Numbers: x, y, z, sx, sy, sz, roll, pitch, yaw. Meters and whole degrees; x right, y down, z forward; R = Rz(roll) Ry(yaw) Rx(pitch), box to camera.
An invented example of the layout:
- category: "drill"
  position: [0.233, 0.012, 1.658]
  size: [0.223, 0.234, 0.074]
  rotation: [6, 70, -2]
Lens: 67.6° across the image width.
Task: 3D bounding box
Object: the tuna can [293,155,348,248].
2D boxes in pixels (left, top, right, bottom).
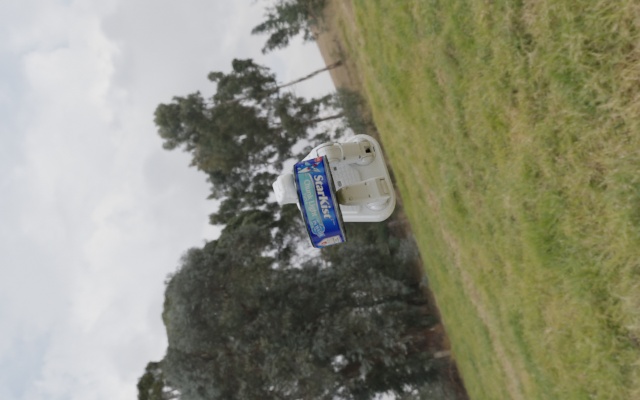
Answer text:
- category: "tuna can"
  position: [0.000, 0.002, 0.458]
  size: [0.034, 0.086, 0.086]
  rotation: [-14, -1, 3]
